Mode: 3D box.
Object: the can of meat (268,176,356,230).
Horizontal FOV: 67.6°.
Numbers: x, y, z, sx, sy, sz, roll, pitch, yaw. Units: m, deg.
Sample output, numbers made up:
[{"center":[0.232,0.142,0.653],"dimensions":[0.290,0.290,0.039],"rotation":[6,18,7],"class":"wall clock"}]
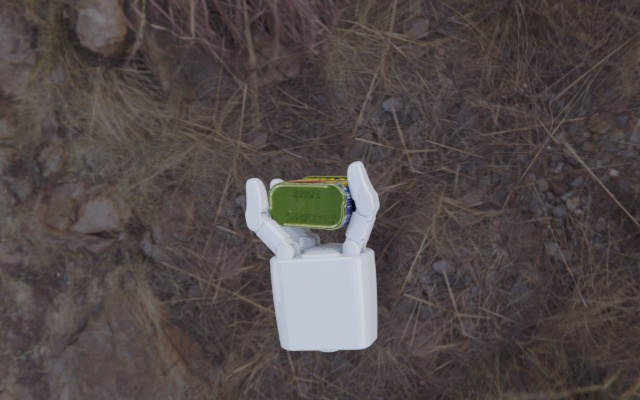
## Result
[{"center":[0.000,0.002,0.566],"dimensions":[0.102,0.057,0.084],"rotation":[2,7,25],"class":"can of meat"}]
